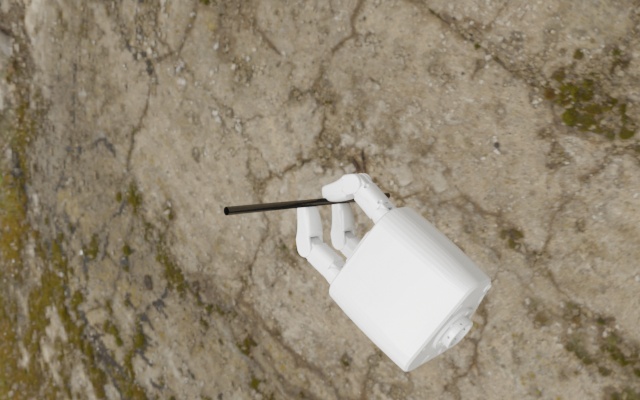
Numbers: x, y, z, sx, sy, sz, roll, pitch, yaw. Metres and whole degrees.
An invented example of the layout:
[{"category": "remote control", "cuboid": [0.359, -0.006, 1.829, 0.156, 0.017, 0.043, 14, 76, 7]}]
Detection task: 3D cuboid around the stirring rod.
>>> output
[{"category": "stirring rod", "cuboid": [0.000, 0.002, 0.510, 0.011, 0.011, 0.239, 0, 4, 44]}]
